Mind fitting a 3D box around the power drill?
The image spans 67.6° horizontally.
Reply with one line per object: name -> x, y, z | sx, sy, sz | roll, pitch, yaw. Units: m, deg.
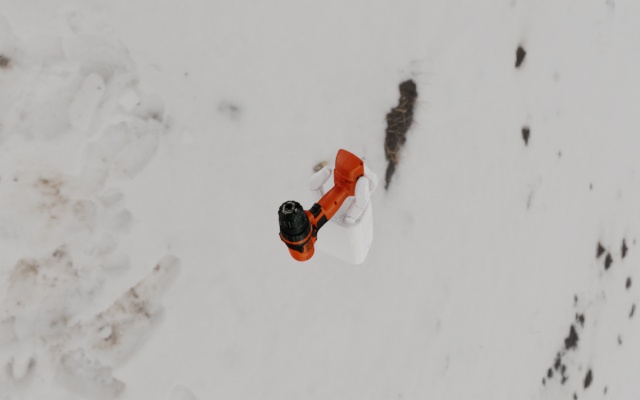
power drill -> 0.000, 0.002, 0.810 | 0.057, 0.187, 0.184 | 34, -20, 18
